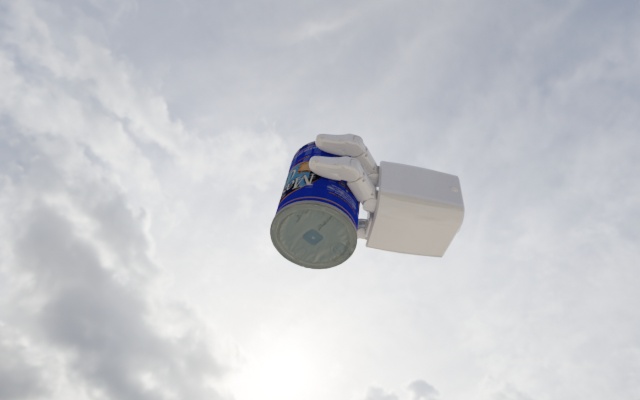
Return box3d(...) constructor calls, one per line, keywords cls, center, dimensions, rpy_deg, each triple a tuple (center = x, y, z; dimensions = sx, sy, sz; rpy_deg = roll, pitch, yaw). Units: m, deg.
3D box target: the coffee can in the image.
box3d(cls="coffee can", center=(0.000, 0.002, 0.607), dimensions=(0.103, 0.103, 0.140), rpy_deg=(0, 37, 9))
